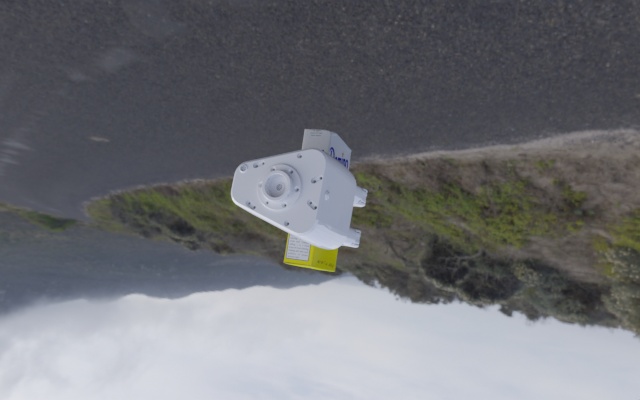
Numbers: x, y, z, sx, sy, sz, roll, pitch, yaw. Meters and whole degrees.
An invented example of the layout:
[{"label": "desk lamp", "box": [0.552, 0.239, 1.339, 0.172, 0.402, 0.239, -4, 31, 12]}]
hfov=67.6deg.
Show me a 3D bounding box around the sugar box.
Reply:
[{"label": "sugar box", "box": [0.001, 0.002, 0.634, 0.048, 0.176, 0.093, 7, -8, 21]}]
